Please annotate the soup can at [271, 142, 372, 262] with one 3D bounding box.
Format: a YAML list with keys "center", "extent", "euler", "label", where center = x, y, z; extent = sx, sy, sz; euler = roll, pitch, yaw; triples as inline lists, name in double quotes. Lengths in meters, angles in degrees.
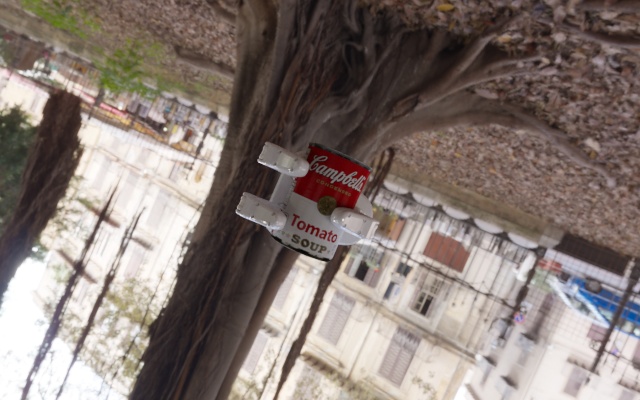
- center: [0.000, 0.002, 0.474]
  extent: [0.068, 0.102, 0.068]
  euler: [24, 1, -1]
  label: "soup can"
